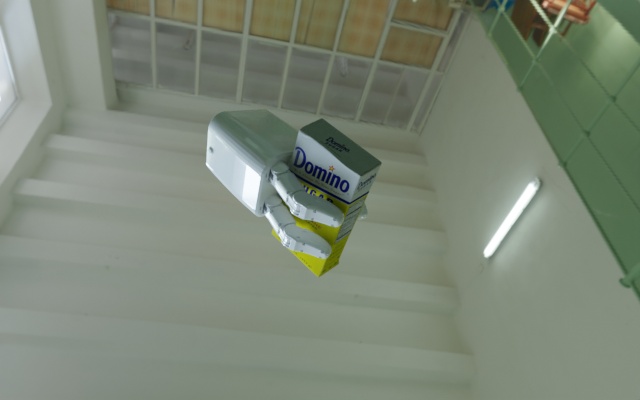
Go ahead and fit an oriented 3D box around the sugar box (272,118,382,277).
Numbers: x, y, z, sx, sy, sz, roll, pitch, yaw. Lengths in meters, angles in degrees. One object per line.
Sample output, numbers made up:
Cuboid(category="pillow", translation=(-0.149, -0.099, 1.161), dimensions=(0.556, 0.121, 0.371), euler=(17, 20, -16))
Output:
Cuboid(category="sugar box", translation=(0.000, 0.002, 0.568), dimensions=(0.093, 0.176, 0.048), euler=(39, 48, 22))
